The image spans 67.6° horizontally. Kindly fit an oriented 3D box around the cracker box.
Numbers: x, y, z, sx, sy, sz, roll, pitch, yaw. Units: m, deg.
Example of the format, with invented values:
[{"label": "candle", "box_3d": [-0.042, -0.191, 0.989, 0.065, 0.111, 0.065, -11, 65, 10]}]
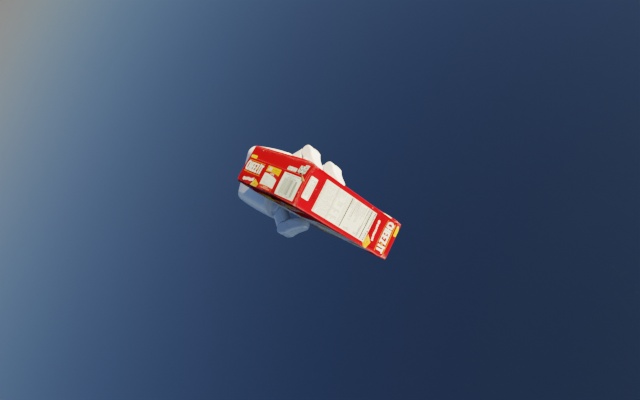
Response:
[{"label": "cracker box", "box_3d": [0.000, 0.003, 0.751, 0.214, 0.072, 0.164, 32, -7, -40]}]
